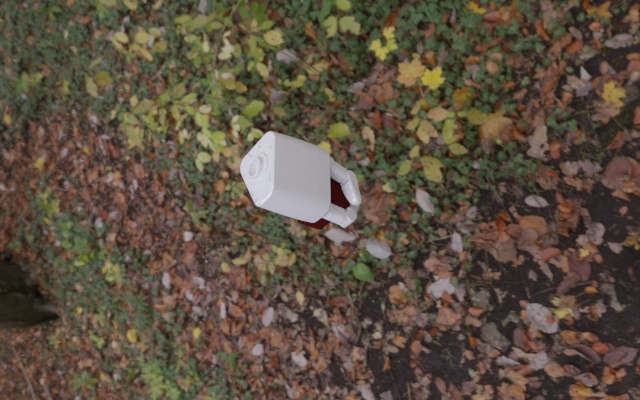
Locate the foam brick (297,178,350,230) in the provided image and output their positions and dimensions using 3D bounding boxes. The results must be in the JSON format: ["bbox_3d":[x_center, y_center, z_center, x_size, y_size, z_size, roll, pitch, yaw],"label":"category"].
[{"bbox_3d":[0.000,0.003,0.778,0.051,0.053,0.078,17,-44,-38],"label":"foam brick"}]
